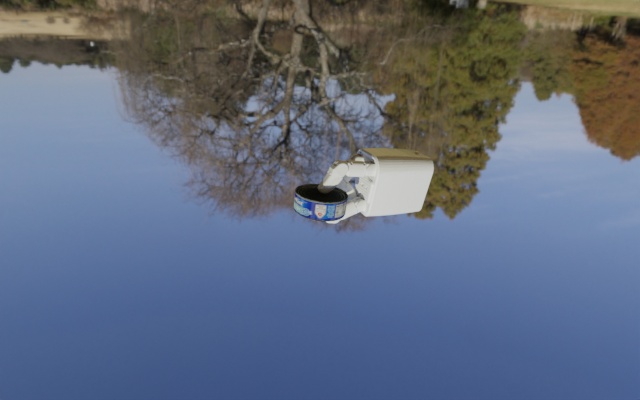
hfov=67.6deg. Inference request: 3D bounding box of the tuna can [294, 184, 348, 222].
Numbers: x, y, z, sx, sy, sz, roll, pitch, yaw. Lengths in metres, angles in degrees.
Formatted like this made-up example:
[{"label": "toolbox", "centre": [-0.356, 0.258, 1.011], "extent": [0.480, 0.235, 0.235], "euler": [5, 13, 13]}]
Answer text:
[{"label": "tuna can", "centre": [0.000, 0.003, 0.768], "extent": [0.086, 0.034, 0.086], "euler": [6, 20, -2]}]
